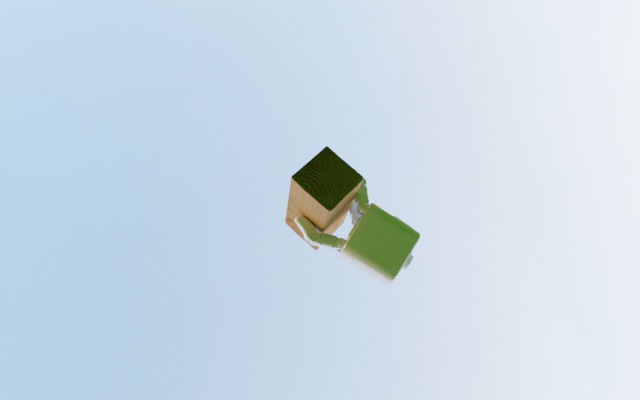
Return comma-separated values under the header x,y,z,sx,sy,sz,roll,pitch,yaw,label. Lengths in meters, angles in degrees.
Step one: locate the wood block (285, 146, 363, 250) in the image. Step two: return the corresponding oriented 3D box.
x,y,z,sx,sy,sz,roll,pitch,yaw,label
0.000,0.003,0.884,0.090,0.090,0.206,-44,-12,-22,wood block
